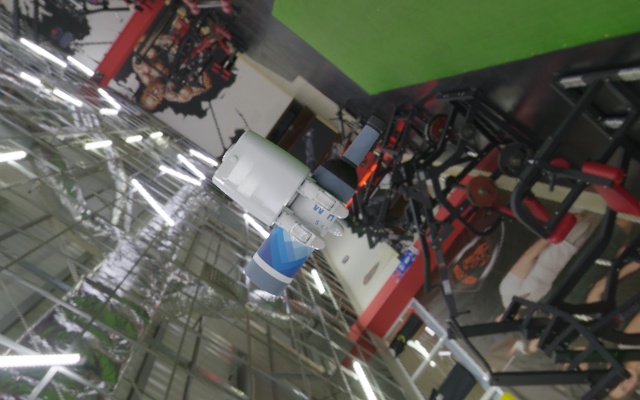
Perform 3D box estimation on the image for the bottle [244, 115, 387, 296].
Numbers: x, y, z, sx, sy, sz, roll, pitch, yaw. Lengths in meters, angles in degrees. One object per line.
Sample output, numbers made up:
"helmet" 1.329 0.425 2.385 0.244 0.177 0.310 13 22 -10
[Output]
"bottle" 0.000 0.003 0.700 0.069 0.296 0.069 36 2 -2
